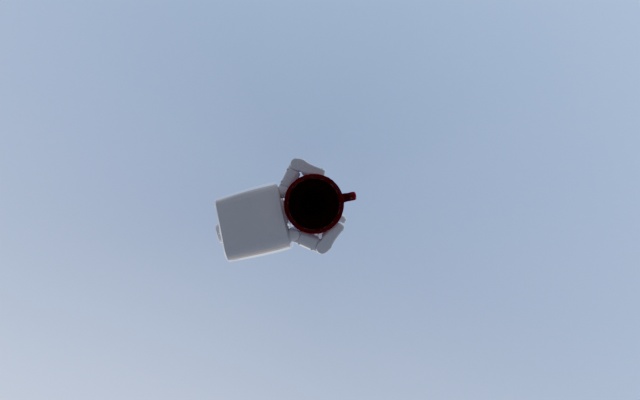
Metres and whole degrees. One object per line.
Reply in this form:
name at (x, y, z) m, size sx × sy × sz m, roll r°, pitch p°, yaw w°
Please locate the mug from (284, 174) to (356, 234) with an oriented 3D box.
mug at (0.001, 0.002, 0.773) m, size 0.117 × 0.093 × 0.081 m, roll -14°, pitch 0°, yaw -2°
